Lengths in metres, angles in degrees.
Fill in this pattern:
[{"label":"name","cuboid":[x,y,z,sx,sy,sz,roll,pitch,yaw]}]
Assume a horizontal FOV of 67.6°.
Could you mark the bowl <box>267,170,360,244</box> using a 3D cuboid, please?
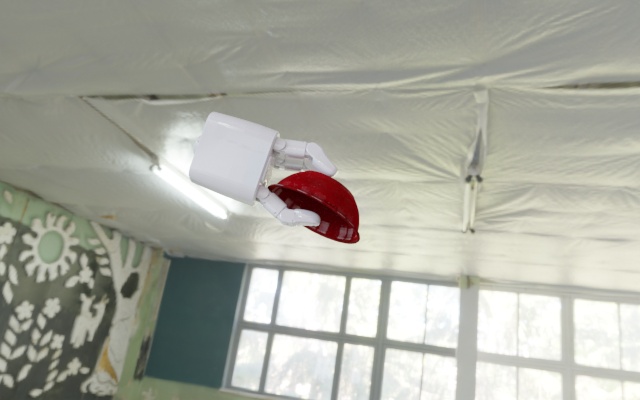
[{"label":"bowl","cuboid":[0.001,0.003,0.734,0.162,0.055,0.162,27,-19,10]}]
